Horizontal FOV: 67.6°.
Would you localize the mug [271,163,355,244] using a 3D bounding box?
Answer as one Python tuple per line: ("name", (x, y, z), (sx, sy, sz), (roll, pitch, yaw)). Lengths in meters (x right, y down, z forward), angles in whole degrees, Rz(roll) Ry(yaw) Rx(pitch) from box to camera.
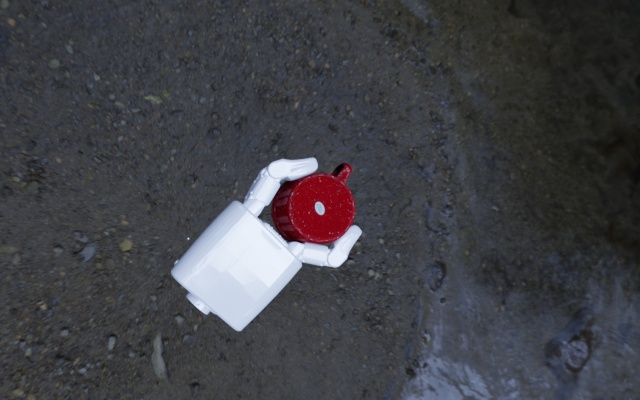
("mug", (0.001, 0.001, 0.579), (0.093, 0.117, 0.081), (42, -12, -9))
